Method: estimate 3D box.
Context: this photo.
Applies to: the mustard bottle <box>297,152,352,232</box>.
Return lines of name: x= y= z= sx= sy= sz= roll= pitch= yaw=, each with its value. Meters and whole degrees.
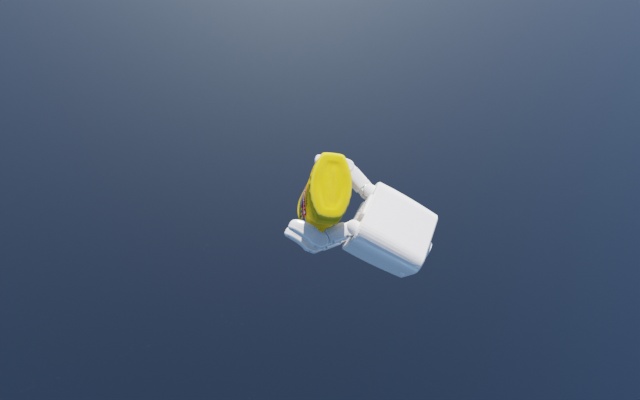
mustard bottle: x=0.000 y=0.002 z=0.723 sx=0.058 sy=0.096 sz=0.192 roll=4 pitch=-15 yaw=-8
